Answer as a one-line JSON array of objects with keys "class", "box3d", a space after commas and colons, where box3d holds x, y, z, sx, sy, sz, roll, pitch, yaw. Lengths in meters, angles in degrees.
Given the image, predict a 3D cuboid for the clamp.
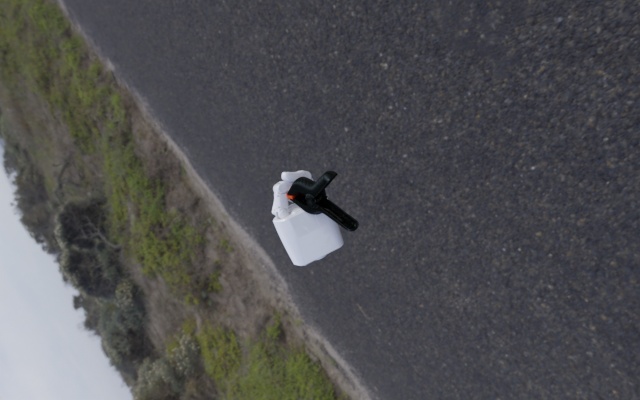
[{"class": "clamp", "box3d": [0.000, 0.003, 0.877, 0.039, 0.120, 0.171, -31, 16, -27]}]
